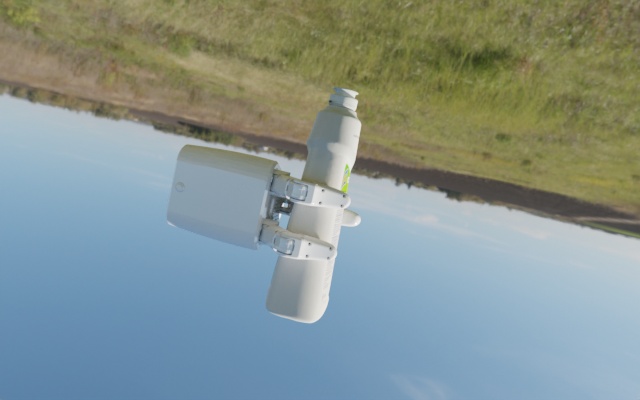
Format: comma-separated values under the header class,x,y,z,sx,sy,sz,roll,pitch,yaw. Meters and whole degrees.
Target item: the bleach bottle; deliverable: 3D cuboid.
class,x,y,z,sx,sy,sz,roll,pitch,yaw
bleach bottle,0.000,0.002,0.537,0.068,0.251,0.102,14,5,6
